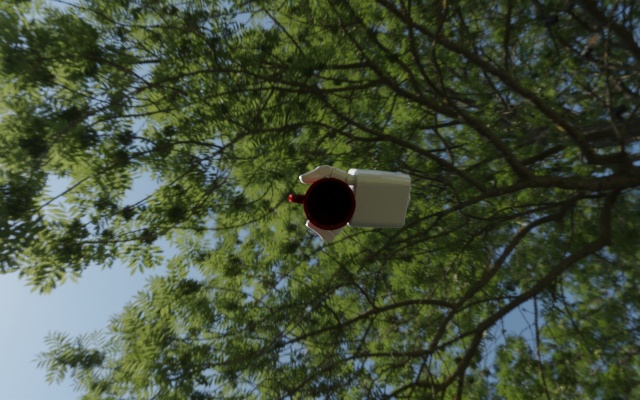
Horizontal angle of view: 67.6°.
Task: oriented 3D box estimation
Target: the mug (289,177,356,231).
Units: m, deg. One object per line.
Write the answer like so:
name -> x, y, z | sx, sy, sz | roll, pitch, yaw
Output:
mug -> -0.001, 0.003, 0.872 | 0.117, 0.093, 0.081 | 5, 3, -6
